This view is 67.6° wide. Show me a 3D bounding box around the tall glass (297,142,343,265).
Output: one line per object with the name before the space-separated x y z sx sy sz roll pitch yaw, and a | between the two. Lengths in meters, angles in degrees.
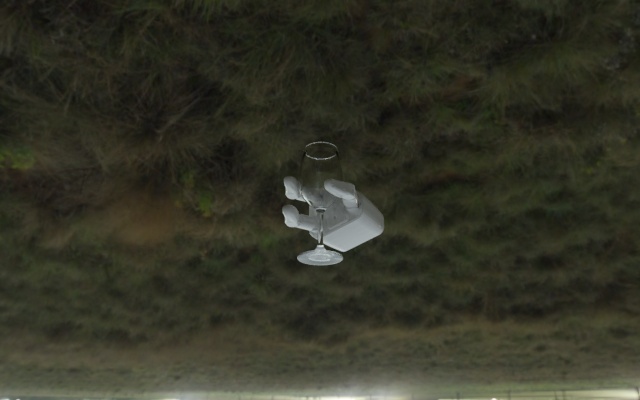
tall glass | 0.000 0.003 0.807 0.079 0.201 0.079 0 -24 0
